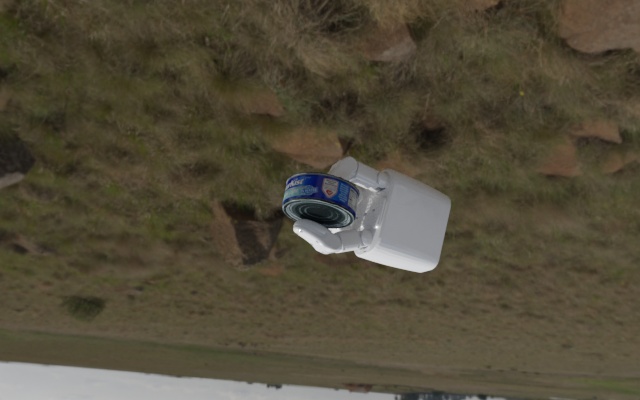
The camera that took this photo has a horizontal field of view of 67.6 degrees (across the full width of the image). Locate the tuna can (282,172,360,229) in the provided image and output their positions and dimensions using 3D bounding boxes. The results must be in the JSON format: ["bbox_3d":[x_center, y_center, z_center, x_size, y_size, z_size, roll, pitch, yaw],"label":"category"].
[{"bbox_3d":[0.000,0.002,0.544,0.086,0.033,0.086,9,-23,4],"label":"tuna can"}]
